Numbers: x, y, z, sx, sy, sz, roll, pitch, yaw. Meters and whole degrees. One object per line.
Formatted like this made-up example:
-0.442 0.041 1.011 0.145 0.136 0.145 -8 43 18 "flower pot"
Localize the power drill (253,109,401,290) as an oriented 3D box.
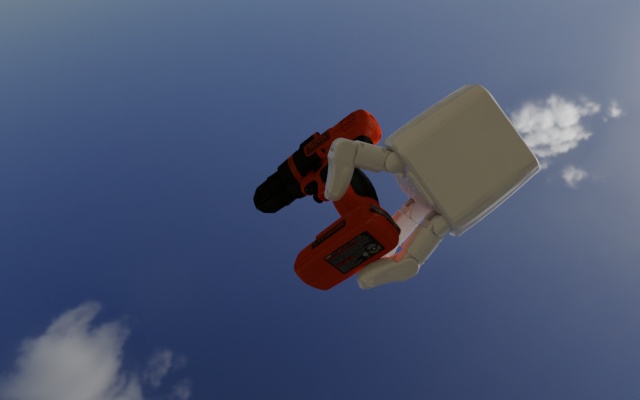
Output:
0.000 0.002 0.524 0.184 0.187 0.057 -36 -51 21 "power drill"
